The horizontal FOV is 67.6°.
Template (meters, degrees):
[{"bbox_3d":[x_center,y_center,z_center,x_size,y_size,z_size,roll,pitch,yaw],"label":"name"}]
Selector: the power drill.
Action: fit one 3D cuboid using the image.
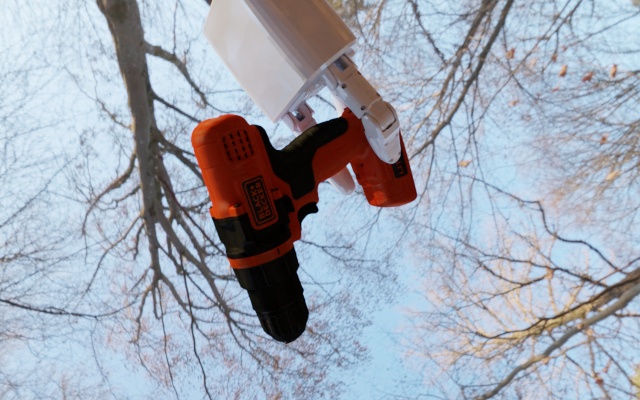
[{"bbox_3d":[0.000,0.001,0.405,0.187,0.184,0.057,-26,15,-36],"label":"power drill"}]
